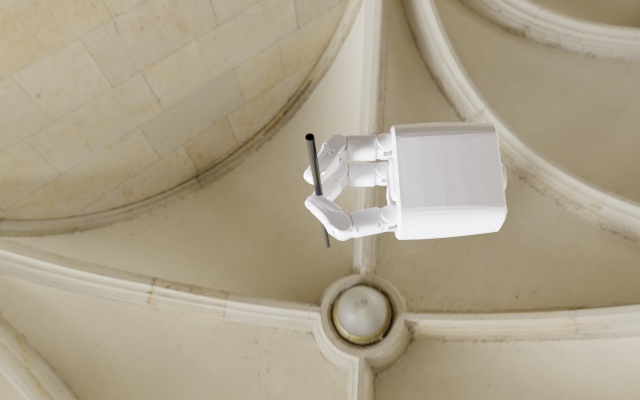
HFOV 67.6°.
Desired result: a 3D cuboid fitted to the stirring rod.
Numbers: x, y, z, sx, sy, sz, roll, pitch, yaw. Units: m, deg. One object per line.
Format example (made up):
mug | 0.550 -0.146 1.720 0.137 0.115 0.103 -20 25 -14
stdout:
stirring rod | 0.000 0.002 0.519 0.011 0.011 0.240 0 -28 5
